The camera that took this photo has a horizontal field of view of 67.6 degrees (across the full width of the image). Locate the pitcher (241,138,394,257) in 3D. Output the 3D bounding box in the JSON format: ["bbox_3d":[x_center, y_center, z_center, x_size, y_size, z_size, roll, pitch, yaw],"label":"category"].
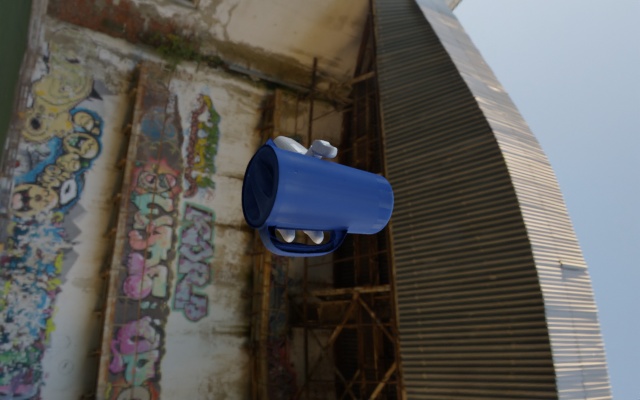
[{"bbox_3d":[0.000,0.002,0.798,0.243,0.149,0.145,9,22,-31],"label":"pitcher"}]
